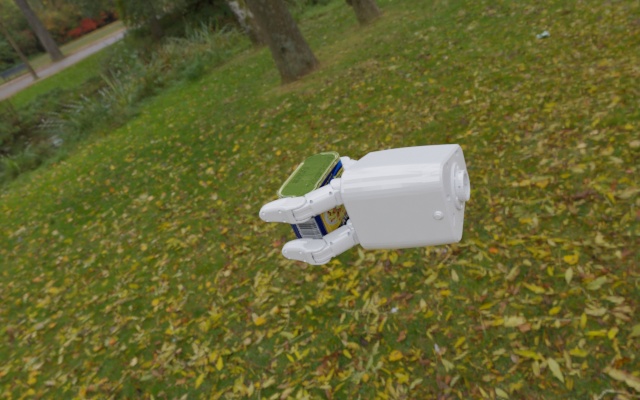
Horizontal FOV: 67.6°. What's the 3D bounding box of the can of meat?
[{"bbox_3d":[0.000,0.002,0.572,0.057,0.084,0.102,-3,35,32],"label":"can of meat"}]
